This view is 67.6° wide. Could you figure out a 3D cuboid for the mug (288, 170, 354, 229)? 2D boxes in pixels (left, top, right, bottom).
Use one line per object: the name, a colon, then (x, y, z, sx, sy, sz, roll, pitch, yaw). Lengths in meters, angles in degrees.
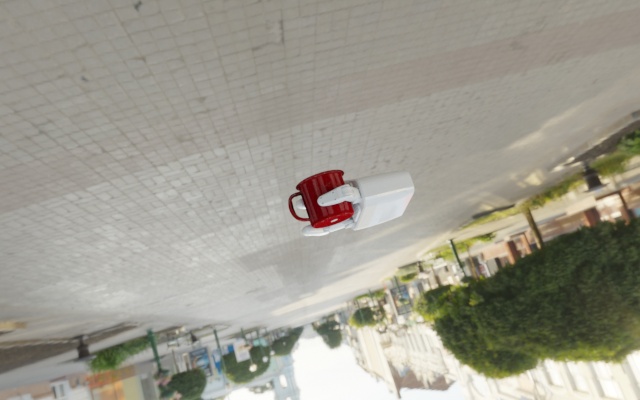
mug: (-0.001, 0.003, 0.857, 0.117, 0.081, 0.093, -14, -14, -18)
